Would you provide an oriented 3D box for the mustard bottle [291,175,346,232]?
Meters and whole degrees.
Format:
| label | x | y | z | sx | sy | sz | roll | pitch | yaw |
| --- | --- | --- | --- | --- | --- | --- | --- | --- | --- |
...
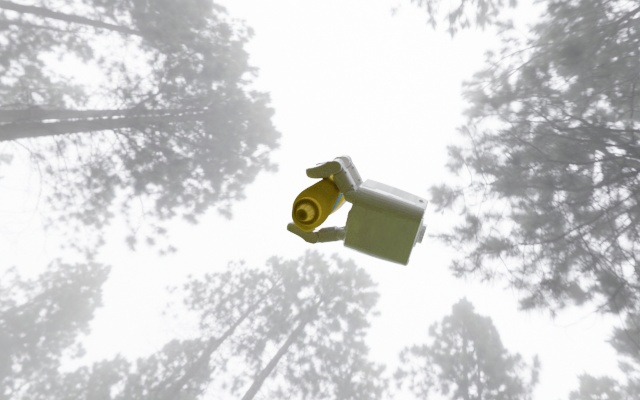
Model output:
| label | x | y | z | sx | sy | sz | roll | pitch | yaw |
| --- | --- | --- | --- | --- | --- | --- | --- | --- | --- |
| mustard bottle | 0.000 | 0.002 | 0.762 | 0.058 | 0.096 | 0.191 | 42 | 19 | 4 |
